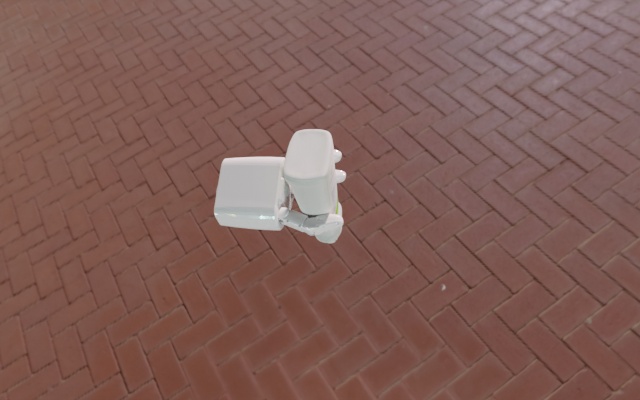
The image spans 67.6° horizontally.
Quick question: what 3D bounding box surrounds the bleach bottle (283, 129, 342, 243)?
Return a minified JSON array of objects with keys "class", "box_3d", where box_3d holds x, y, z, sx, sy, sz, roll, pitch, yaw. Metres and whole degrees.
[{"class":"bleach bottle","box_3d":[0.000,0.002,0.781,0.068,0.102,0.251,2,-35,11]}]
